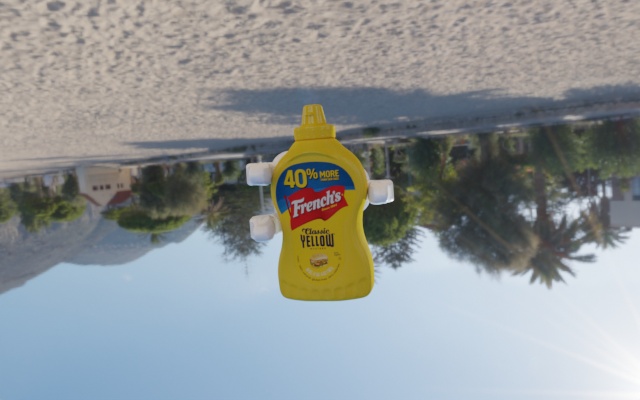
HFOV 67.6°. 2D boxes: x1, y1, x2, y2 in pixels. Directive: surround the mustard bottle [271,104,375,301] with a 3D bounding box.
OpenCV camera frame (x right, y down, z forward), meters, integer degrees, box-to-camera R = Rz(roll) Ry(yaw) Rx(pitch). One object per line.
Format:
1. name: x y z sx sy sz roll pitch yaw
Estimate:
1. mustard bottle: 0.000 0.002 0.478 0.096 0.191 0.058 -3 6 15
